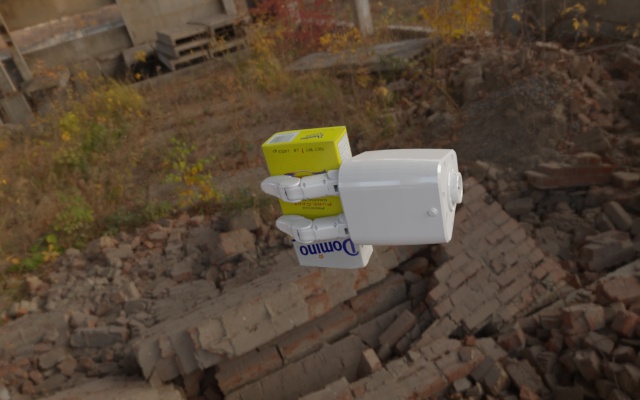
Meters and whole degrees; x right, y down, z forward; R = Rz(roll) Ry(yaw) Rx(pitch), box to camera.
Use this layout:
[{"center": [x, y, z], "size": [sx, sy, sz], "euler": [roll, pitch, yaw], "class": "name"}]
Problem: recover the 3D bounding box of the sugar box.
[{"center": [0.000, 0.002, 0.573], "size": [0.093, 0.176, 0.048], "euler": [-1, 30, 25], "class": "sugar box"}]
